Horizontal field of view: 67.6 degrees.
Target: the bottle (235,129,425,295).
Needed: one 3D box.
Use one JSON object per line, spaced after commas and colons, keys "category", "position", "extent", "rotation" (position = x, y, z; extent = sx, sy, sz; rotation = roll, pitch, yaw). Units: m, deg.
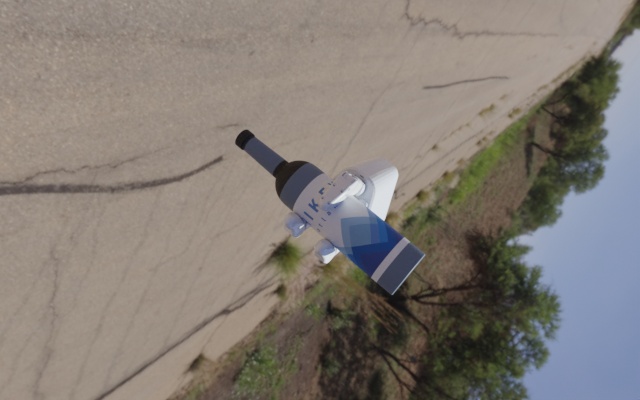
{"category": "bottle", "position": [0.000, 0.002, 0.631], "extent": [0.295, 0.069, 0.069], "rotation": [39, 11, 14]}
